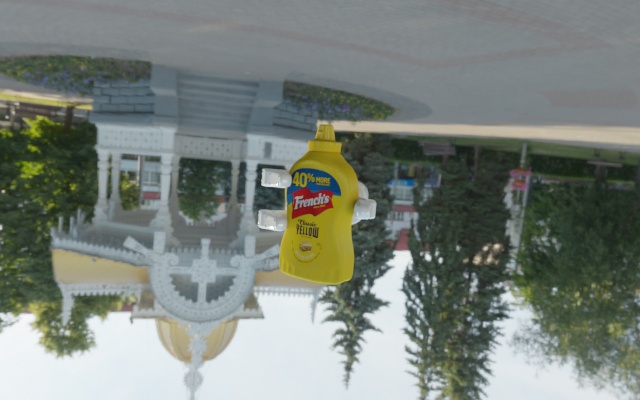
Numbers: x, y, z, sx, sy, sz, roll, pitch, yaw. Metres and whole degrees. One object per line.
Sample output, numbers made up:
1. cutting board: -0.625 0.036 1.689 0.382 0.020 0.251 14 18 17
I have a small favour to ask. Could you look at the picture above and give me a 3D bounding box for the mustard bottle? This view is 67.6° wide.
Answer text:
1. mustard bottle: 0.000 0.002 0.596 0.096 0.191 0.058 8 6 33
